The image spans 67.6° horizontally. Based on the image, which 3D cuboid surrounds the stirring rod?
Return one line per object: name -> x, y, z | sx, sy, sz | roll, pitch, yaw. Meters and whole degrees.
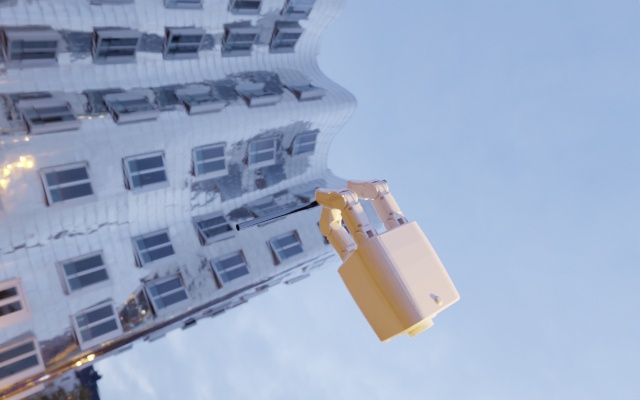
stirring rod -> 0.000, 0.002, 0.592 | 0.239, 0.011, 0.011 | -17, 11, -39
